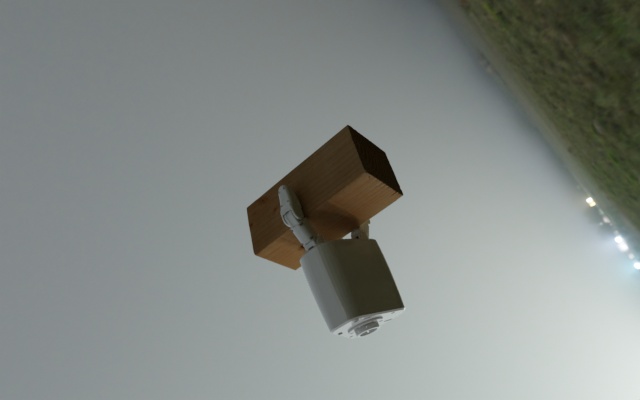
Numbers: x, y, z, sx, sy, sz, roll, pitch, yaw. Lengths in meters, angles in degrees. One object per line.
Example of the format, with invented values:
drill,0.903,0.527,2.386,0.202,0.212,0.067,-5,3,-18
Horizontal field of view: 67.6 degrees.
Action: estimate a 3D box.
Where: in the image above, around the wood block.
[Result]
wood block,0.000,0.002,0.680,0.206,0.090,0.091,-37,-43,25
